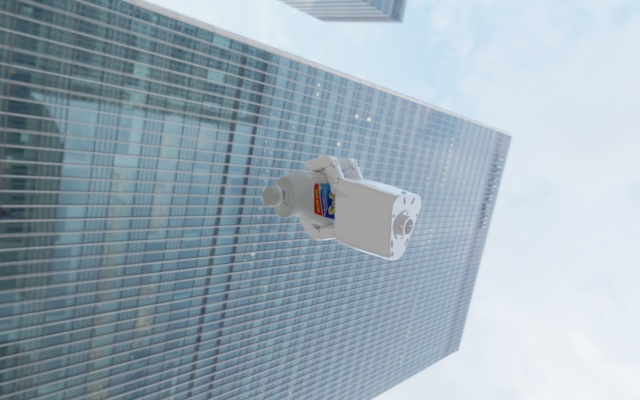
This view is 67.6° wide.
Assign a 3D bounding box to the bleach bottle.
[{"bbox_3d":[0.000,0.003,0.812,0.068,0.102,0.251,18,11,38],"label":"bleach bottle"}]
